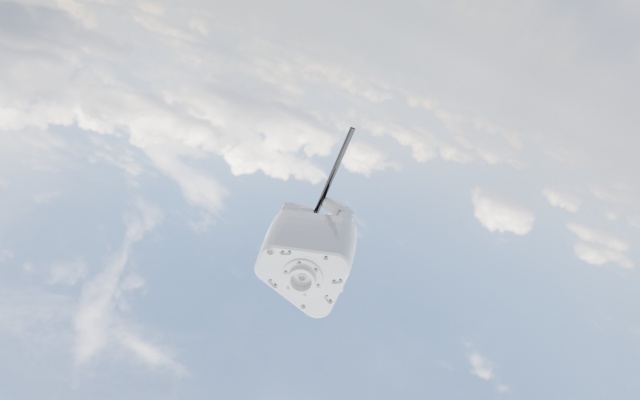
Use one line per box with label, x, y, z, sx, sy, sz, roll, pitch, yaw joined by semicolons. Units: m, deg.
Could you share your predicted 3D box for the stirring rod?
stirring rod;0.000;0.002;0.706;0.011;0.240;0.011;20;21;-8
